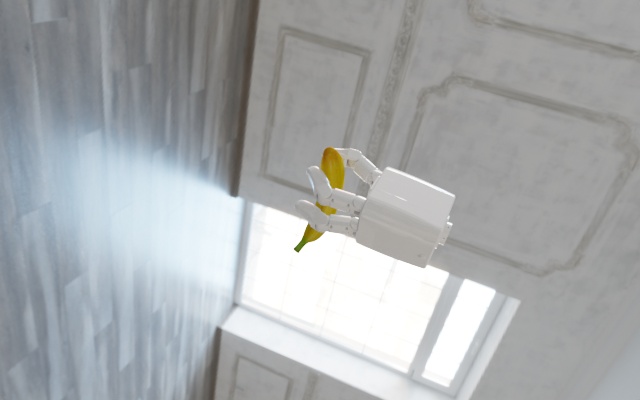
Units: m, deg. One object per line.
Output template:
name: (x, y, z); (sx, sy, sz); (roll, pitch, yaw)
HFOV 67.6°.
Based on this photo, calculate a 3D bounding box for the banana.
banana: (0.007, -0.003, 0.727); (0.037, 0.198, 0.069); (26, 36, 14)
